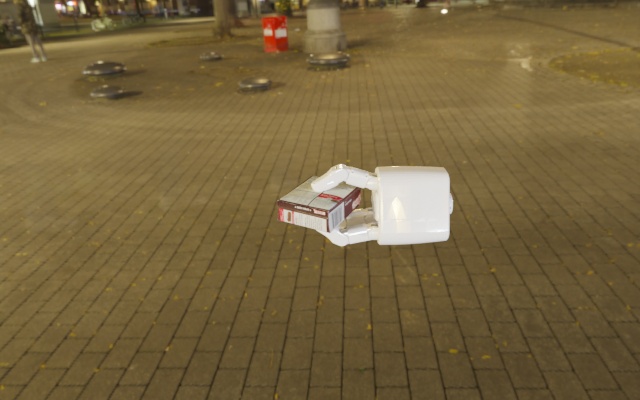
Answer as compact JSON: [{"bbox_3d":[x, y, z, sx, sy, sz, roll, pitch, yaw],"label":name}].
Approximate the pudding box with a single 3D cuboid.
[{"bbox_3d":[0.000,0.002,0.732,0.090,0.039,0.113,11,26,26],"label":"pudding box"}]
